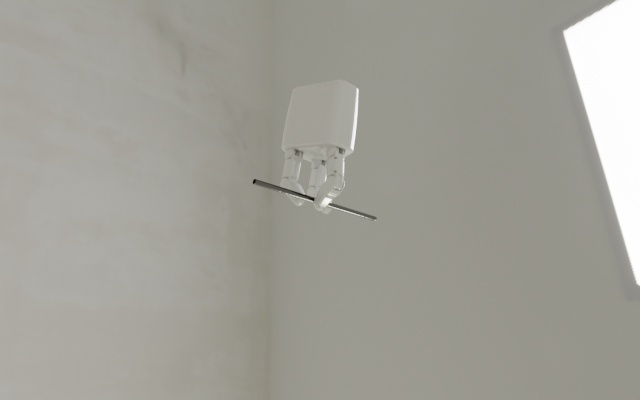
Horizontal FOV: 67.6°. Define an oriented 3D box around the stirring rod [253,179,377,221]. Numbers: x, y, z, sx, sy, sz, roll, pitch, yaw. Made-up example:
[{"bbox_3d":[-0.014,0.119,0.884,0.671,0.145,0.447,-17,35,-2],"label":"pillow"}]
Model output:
[{"bbox_3d":[0.000,0.002,0.733,0.239,0.011,0.011,17,-11,-37],"label":"stirring rod"}]
